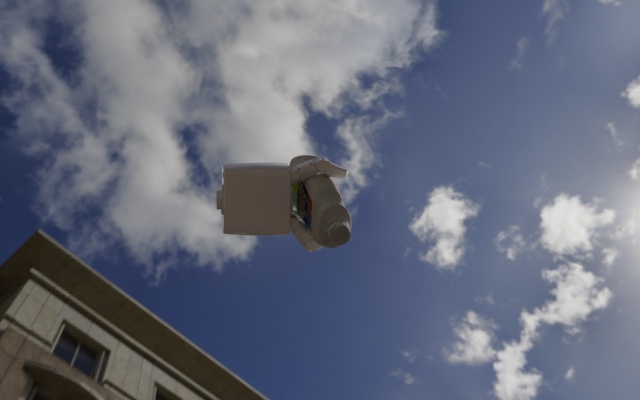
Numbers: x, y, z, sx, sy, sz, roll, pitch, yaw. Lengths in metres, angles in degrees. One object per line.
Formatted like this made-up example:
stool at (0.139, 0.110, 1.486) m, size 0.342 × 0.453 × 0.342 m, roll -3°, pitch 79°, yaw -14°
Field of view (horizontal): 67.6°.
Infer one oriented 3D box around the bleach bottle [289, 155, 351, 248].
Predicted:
bleach bottle at (0.000, 0.003, 0.780) m, size 0.068 × 0.102 × 0.250 m, roll 0°, pitch 18°, yaw -14°
